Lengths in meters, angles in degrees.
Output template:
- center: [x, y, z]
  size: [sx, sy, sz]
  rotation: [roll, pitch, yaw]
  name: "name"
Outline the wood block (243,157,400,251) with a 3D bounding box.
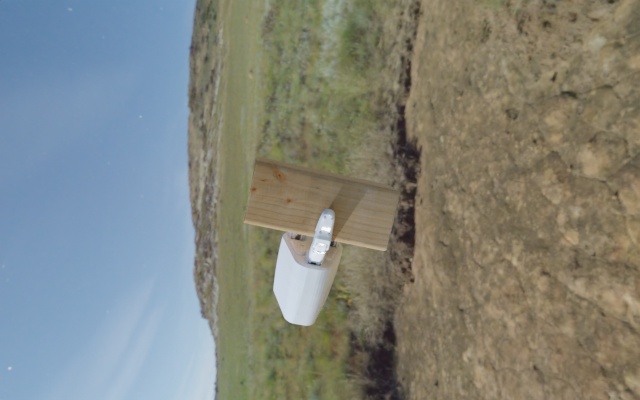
- center: [0.000, 0.003, 0.702]
  size: [0.206, 0.090, 0.091]
  rotation: [12, 8, -6]
  name: "wood block"
